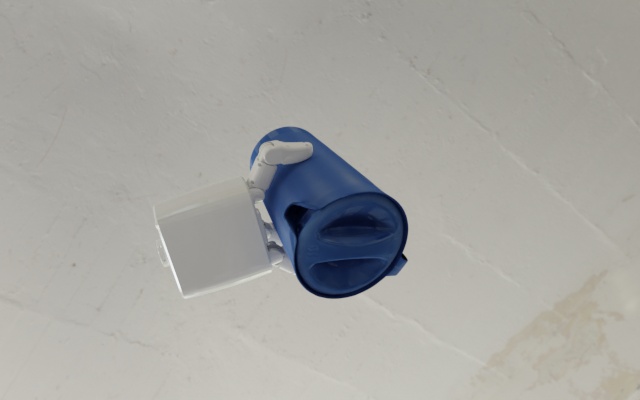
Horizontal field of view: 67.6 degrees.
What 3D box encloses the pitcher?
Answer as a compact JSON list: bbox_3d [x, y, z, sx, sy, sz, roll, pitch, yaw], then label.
[{"bbox_3d":[0.000,0.002,0.596,0.145,0.149,0.242,-18,34,-14],"label":"pitcher"}]
